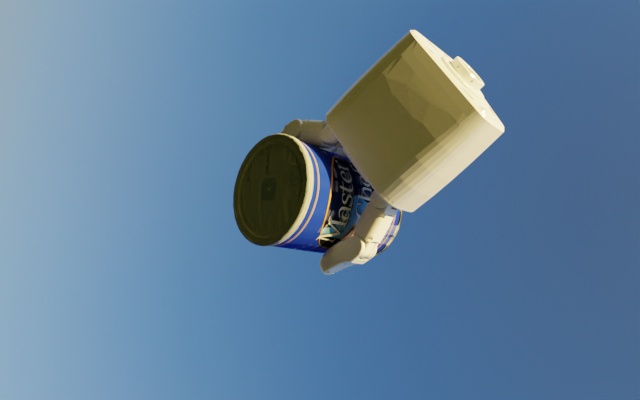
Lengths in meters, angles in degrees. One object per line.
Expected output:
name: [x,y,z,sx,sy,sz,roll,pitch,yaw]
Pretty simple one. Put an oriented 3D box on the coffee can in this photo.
coffee can: [0.000,0.002,0.476,0.103,0.103,0.140,0,-10,44]
